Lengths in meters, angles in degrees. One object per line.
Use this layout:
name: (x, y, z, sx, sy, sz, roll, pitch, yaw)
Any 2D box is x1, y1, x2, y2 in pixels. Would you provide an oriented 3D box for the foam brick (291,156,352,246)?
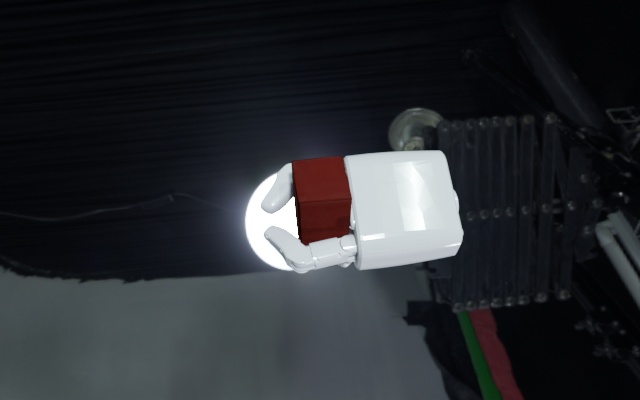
foam brick: (0.000, 0.001, 0.469, 0.051, 0.053, 0.078, -6, -35, -4)
